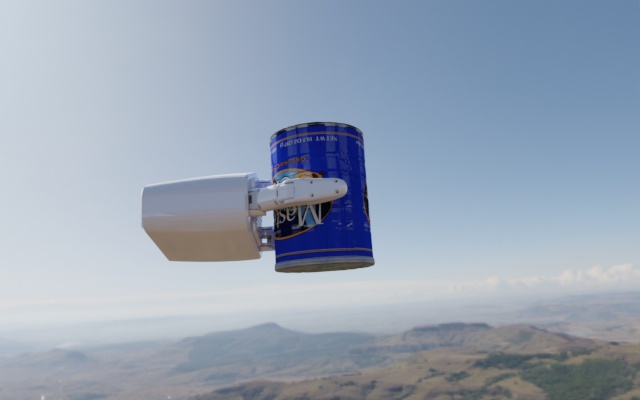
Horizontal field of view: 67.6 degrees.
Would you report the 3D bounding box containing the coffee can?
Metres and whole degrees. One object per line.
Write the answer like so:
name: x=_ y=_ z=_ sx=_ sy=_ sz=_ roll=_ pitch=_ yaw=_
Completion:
coffee can: x=0.000 y=0.002 z=0.502 sx=0.103 sy=0.140 sz=0.103 roll=-4 pitch=-12 yaw=-1
